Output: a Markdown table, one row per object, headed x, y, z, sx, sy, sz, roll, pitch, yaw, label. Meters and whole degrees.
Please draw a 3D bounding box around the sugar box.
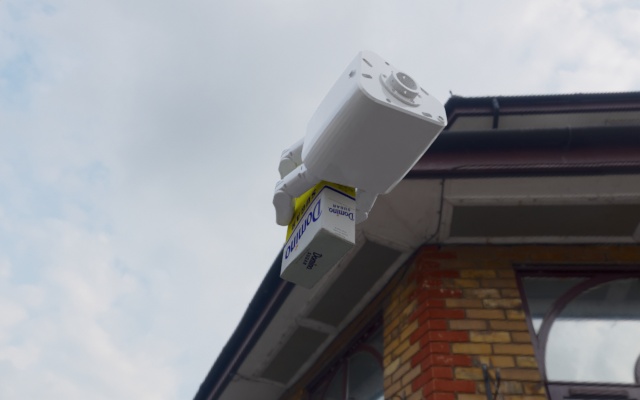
| x | y | z | sx | sy | sz | roll | pitch | yaw | label |
| --- | --- | --- | --- | --- | --- | --- | --- | --- | --- |
| 0.000 | 0.001 | 0.544 | 0.048 | 0.176 | 0.093 | 26 | -50 | -16 | sugar box |
